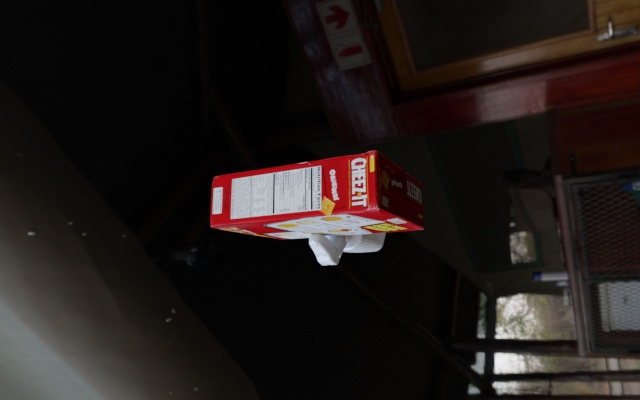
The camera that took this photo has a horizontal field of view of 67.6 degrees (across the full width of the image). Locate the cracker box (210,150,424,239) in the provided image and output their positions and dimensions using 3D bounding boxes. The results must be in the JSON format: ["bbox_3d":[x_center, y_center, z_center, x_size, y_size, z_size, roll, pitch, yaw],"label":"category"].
[{"bbox_3d":[0.000,0.002,0.588,0.214,0.072,0.164,-7,-13,27],"label":"cracker box"}]
